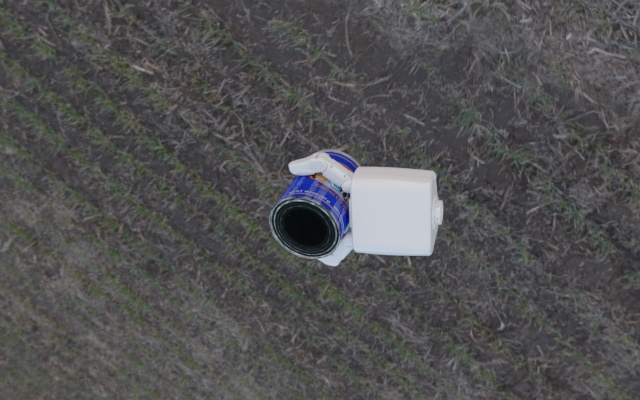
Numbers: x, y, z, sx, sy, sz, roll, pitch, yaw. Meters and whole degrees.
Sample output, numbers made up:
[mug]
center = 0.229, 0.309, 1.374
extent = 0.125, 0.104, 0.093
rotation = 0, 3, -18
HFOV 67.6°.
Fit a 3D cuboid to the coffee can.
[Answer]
[coffee can]
center = 0.000, 0.002, 0.695
extent = 0.103, 0.103, 0.140
rotation = 0, 32, 22
